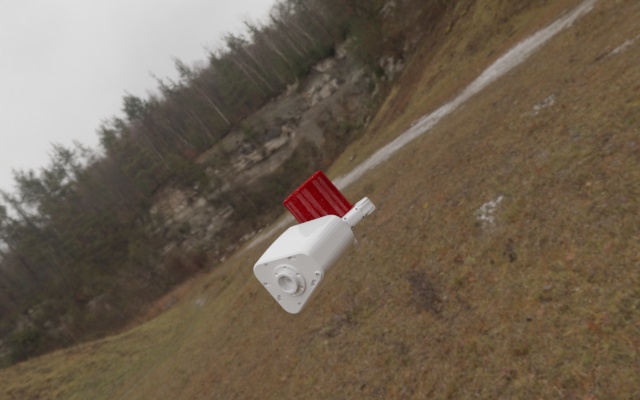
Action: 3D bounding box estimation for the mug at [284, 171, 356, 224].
[{"bbox_3d":[0.001,0.002,0.773,0.093,0.081,0.117,-39,4,32],"label":"mug"}]
